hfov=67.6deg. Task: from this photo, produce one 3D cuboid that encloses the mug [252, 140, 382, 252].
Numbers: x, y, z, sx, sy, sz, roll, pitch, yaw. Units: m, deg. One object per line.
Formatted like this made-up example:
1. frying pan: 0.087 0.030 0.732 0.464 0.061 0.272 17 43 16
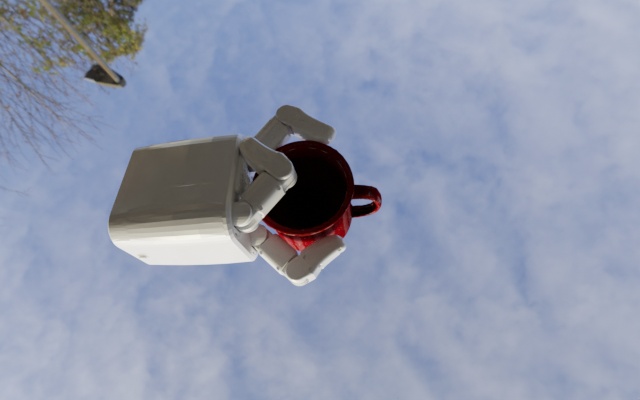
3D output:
1. mug: 0.002 0.001 0.460 0.117 0.093 0.081 -3 -23 6
